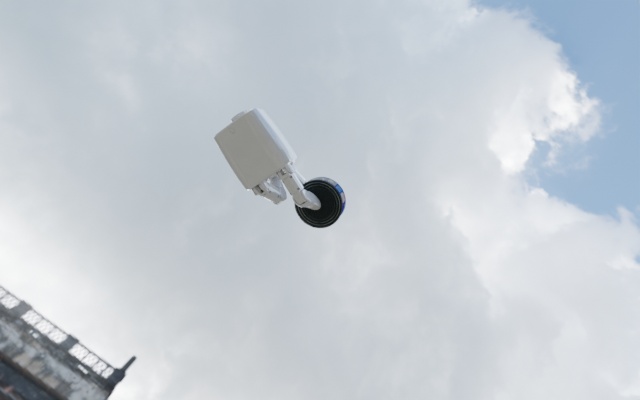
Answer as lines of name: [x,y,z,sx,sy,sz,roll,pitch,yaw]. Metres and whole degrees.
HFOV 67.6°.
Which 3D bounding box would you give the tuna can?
tuna can: [0.000,0.003,0.829,0.086,0.086,0.033,0,14,16]
